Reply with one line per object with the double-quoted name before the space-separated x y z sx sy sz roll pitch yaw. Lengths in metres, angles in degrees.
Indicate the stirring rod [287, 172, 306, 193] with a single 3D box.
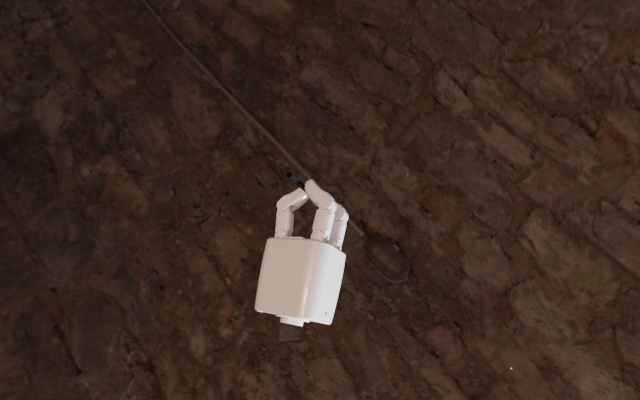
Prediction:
"stirring rod" 0.000 0.002 0.753 0.011 0.011 0.240 0 -18 22
